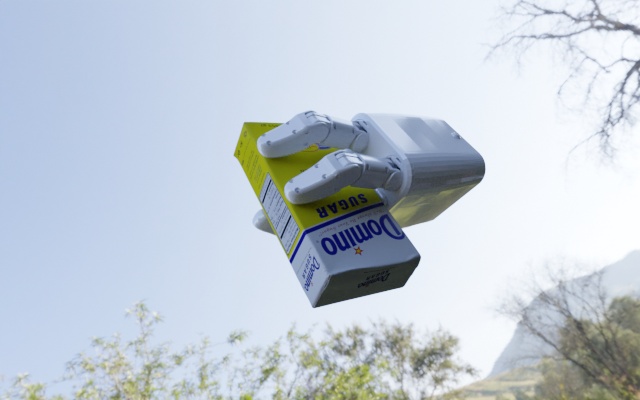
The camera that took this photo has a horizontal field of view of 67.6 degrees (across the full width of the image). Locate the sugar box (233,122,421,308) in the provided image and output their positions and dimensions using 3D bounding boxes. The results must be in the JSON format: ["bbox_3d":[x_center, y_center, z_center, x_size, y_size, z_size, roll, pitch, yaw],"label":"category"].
[{"bbox_3d":[0.000,0.001,0.408,0.093,0.048,0.176,-6,45,-33],"label":"sugar box"}]
